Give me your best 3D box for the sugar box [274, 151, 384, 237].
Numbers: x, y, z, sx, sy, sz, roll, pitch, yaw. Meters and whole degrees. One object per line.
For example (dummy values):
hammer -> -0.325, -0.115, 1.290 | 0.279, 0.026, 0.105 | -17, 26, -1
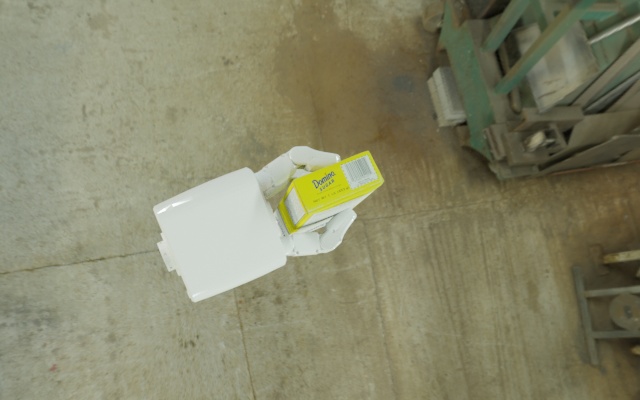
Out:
sugar box -> 0.000, 0.001, 0.568 | 0.093, 0.048, 0.176 | -22, -6, -18
